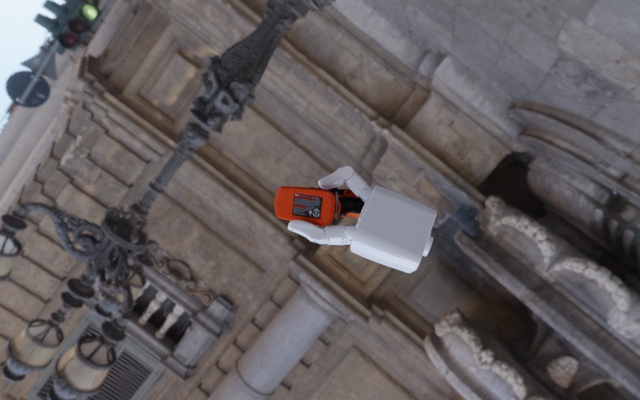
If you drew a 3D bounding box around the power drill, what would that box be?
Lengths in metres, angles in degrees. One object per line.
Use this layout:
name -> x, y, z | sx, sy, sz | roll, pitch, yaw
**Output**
power drill -> 0.000, 0.003, 0.833 | 0.184, 0.057, 0.187 | 6, 5, 27
